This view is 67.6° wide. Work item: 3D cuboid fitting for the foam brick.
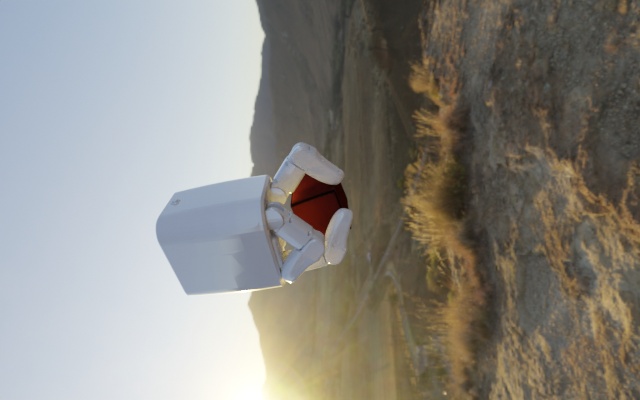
[{"bbox_3d":[0.000,0.002,0.536,0.051,0.053,0.078,-20,23,9],"label":"foam brick"}]
